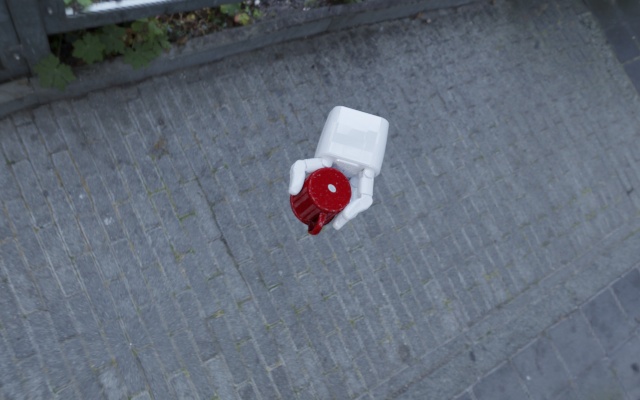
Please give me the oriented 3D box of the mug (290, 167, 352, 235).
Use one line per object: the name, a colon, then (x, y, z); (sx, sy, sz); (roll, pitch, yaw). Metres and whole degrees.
mug: (0.000, 0.004, 0.824); (0.093, 0.117, 0.081); (20, -23, -15)
